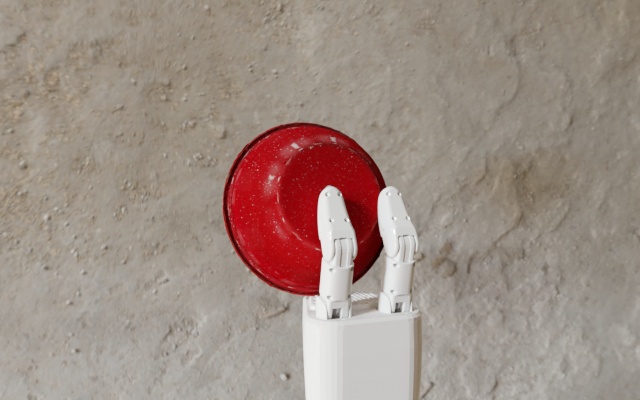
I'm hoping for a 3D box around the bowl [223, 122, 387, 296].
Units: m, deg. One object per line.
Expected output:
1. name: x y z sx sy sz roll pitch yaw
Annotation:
1. bowl: 0.000 0.000 0.415 0.162 0.162 0.055 0 -10 -20
